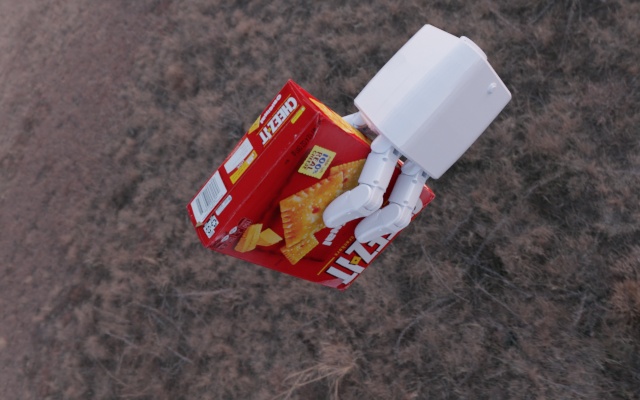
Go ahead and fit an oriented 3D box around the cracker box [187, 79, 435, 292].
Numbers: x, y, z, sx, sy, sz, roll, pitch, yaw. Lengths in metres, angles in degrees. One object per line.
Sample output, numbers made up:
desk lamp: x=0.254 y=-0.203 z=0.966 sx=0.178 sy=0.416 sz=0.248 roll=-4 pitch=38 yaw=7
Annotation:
cracker box: x=0.000 y=0.001 z=0.498 sx=0.214 sy=0.164 sz=0.072 roll=27 pitch=21 yaw=-45
